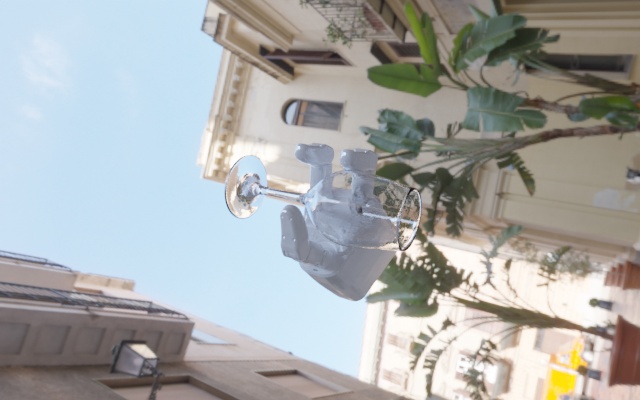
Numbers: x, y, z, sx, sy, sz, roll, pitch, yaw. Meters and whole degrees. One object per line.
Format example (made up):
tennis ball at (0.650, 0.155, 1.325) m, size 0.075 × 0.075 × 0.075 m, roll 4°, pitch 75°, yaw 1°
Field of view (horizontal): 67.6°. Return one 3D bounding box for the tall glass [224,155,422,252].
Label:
tall glass at (-0.001, 0.002, 0.501) m, size 0.201 × 0.079 × 0.079 m, roll 11°, pitch 5°, yaw 29°
